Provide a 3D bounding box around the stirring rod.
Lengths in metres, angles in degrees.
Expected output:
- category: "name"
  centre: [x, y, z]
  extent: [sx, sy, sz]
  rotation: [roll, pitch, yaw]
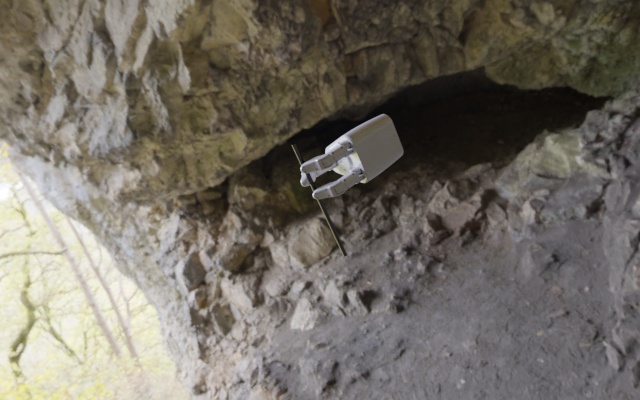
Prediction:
- category: "stirring rod"
  centre: [0.000, 0.003, 0.890]
  extent: [0.011, 0.239, 0.011]
  rotation: [-22, 18, 8]
